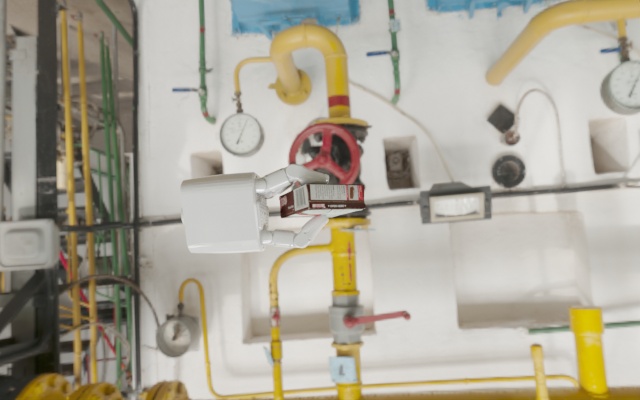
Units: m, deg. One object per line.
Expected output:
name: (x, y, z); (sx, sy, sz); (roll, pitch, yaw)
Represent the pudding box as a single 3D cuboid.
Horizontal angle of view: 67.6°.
pudding box: (0.000, 0.002, 0.691); (0.090, 0.039, 0.113); (-1, -6, -24)
